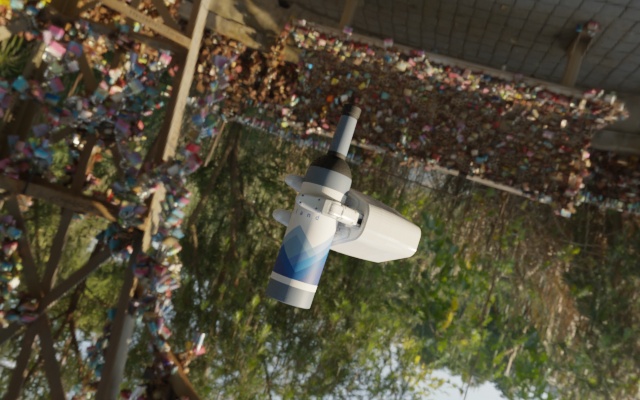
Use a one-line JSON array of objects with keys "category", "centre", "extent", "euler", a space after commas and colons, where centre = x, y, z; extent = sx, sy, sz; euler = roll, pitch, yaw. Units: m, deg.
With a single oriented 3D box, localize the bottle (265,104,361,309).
[{"category": "bottle", "centre": [0.000, 0.002, 0.685], "extent": [0.069, 0.295, 0.069], "euler": [18, -6, 2]}]
